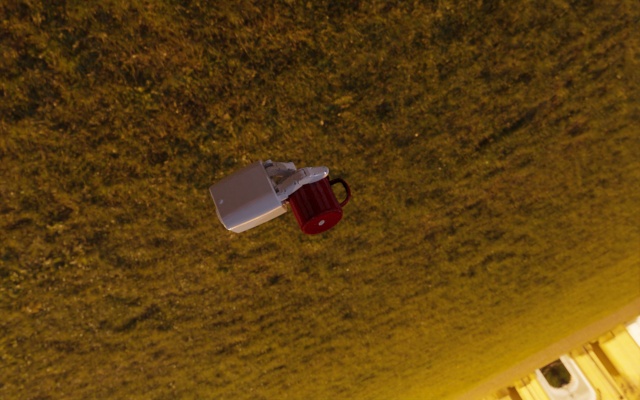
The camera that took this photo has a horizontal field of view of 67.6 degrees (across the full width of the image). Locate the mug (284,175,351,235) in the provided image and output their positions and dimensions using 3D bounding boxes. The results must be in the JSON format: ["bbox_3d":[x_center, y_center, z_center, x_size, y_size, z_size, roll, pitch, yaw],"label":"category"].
[{"bbox_3d":[0.002,0.002,0.861,0.117,0.081,0.093,-26,-26,0],"label":"mug"}]
